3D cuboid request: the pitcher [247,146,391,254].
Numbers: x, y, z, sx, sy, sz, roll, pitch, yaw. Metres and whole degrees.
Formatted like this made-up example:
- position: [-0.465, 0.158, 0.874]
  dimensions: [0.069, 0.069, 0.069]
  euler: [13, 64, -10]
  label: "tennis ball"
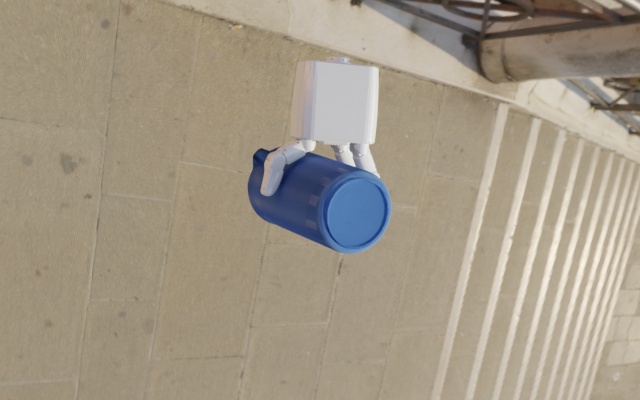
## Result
- position: [0.000, 0.002, 0.695]
  dimensions: [0.149, 0.145, 0.243]
  euler: [-1, 11, -26]
  label: "pitcher"
